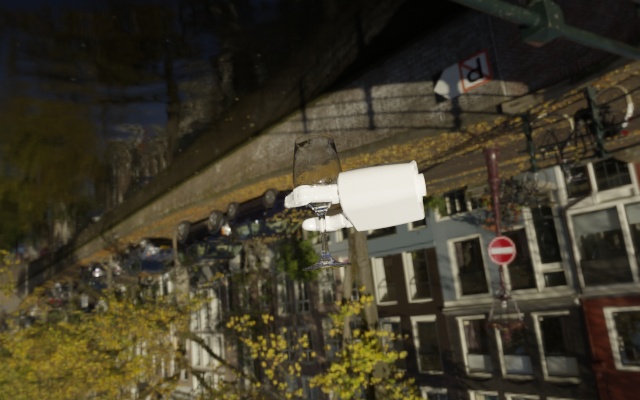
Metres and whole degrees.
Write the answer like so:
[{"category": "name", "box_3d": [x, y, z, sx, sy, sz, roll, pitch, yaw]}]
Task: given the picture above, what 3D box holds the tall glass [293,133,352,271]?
[{"category": "tall glass", "box_3d": [0.000, 0.003, 0.728, 0.079, 0.201, 0.079, -6, -11, -1]}]
